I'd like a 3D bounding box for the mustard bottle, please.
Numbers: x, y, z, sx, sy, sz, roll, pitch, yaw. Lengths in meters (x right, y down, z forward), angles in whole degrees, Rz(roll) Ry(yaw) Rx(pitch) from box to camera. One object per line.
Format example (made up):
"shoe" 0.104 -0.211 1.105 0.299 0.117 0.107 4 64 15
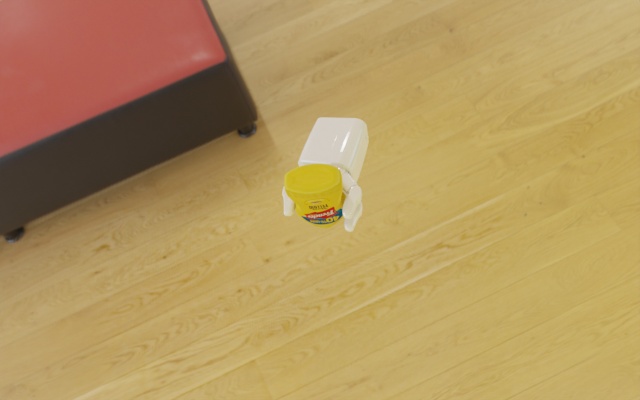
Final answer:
"mustard bottle" 0.000 0.003 0.864 0.096 0.058 0.192 -8 -26 6
